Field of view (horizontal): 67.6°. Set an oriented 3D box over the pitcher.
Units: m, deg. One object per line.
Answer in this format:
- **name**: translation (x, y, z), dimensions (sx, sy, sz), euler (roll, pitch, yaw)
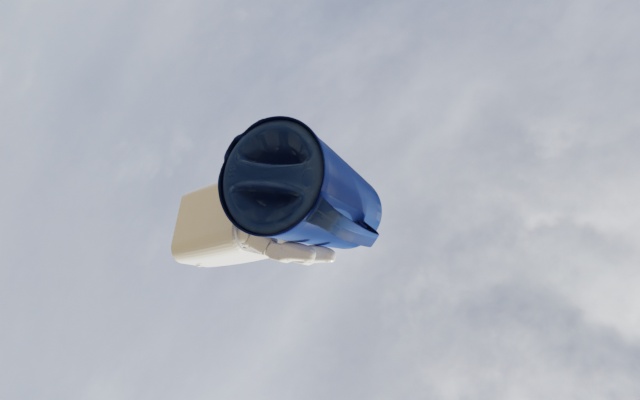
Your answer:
- **pitcher**: translation (0.000, 0.002, 0.605), dimensions (0.145, 0.149, 0.243), euler (-15, -18, 22)
